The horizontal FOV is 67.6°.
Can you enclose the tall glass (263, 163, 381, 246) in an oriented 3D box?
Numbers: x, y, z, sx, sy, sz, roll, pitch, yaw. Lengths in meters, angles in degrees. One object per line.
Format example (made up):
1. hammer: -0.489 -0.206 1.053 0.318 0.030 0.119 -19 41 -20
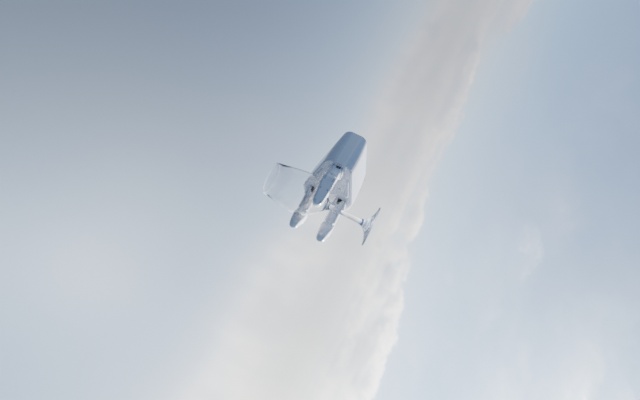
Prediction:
1. tall glass: 0.001 0.003 0.844 0.201 0.079 0.079 26 3 5
